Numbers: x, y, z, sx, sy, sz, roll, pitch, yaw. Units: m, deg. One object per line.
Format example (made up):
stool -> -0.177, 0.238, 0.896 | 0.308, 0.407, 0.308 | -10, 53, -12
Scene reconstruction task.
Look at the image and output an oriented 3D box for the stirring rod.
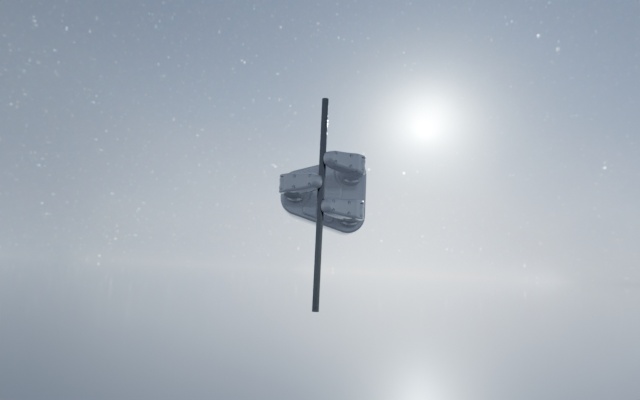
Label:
stirring rod -> 0.000, 0.002, 0.534 | 0.011, 0.239, 0.011 | 3, -8, 0
